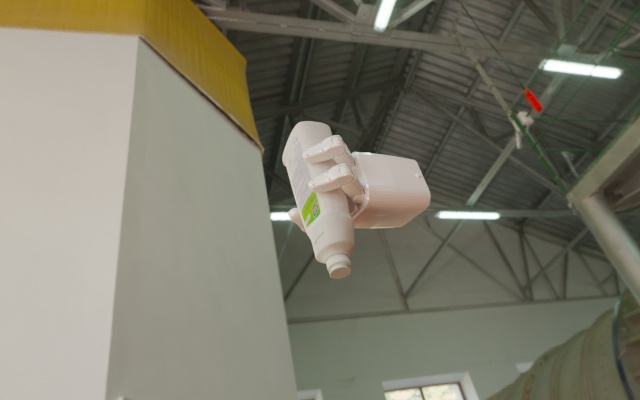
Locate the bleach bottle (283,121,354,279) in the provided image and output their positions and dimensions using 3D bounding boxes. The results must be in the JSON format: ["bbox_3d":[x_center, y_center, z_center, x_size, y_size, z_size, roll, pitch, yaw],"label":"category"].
[{"bbox_3d":[0.000,0.002,0.693,0.068,0.250,0.103,3,-41,-20],"label":"bleach bottle"}]
